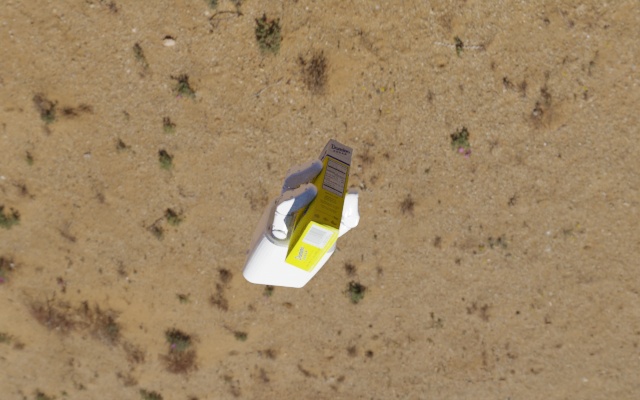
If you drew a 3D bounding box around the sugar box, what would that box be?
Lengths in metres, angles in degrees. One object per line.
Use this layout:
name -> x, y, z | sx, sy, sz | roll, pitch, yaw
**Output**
sugar box -> 0.000, 0.002, 0.662 | 0.048, 0.176, 0.093 | 23, -49, -13
